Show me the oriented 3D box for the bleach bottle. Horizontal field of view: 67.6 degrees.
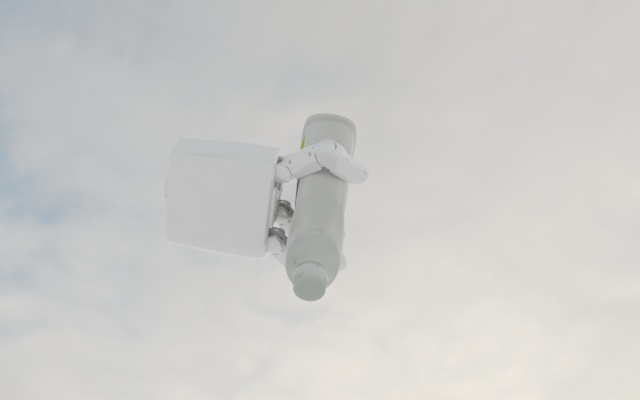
[{"bbox_3d":[0.000,0.002,0.506,0.068,0.103,0.250,8,32,-1],"label":"bleach bottle"}]
